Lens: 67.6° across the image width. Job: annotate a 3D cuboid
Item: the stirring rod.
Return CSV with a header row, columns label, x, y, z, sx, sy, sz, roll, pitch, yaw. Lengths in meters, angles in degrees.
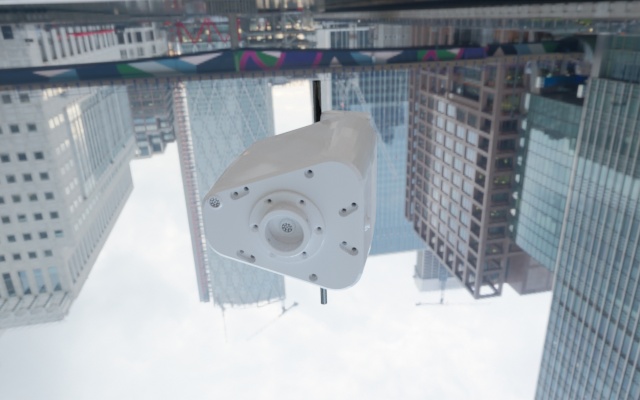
label,x,y,z,sx,sy,sz,roll,pitch,yaw
stirring rod,0.000,0.002,0.484,0.011,0.240,0.011,-2,22,1
